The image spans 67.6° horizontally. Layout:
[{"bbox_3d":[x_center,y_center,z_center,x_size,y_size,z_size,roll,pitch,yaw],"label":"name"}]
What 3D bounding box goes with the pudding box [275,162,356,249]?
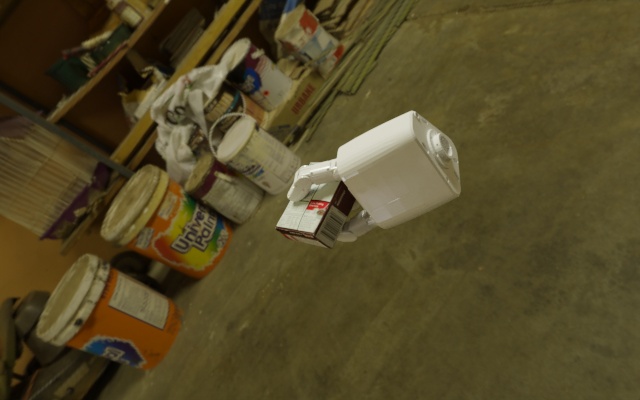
[{"bbox_3d":[0.000,0.002,0.632,0.039,0.113,0.090,40,-21,-33],"label":"pudding box"}]
